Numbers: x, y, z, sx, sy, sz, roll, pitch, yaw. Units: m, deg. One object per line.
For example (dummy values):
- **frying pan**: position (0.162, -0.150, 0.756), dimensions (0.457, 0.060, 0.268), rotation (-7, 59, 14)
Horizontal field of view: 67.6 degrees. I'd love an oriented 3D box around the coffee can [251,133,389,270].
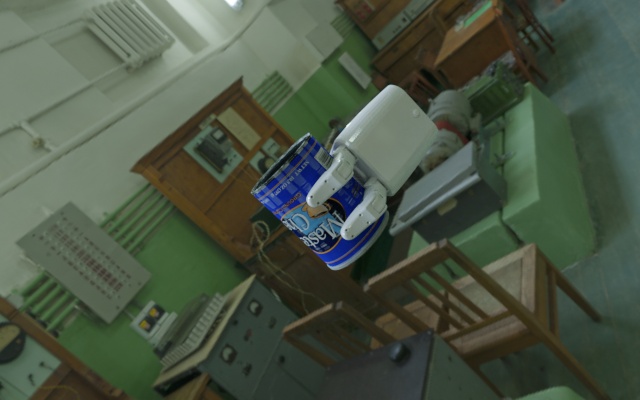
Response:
- **coffee can**: position (0.000, 0.002, 0.590), dimensions (0.140, 0.103, 0.103), rotation (44, -12, -12)
